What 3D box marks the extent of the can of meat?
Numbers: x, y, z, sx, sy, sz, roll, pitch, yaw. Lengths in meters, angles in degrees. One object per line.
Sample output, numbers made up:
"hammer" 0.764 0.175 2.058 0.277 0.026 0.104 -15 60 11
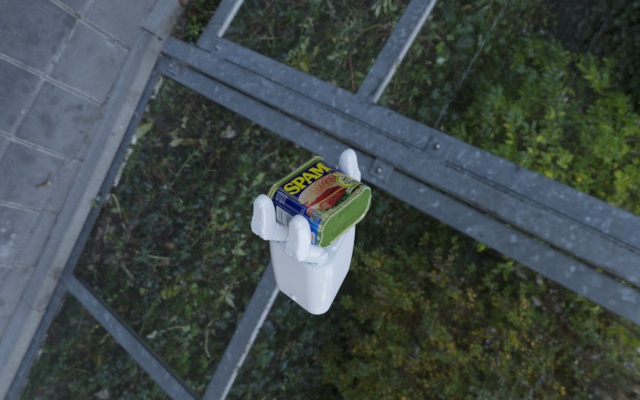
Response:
"can of meat" 0.000 0.002 0.579 0.084 0.057 0.102 31 49 28
